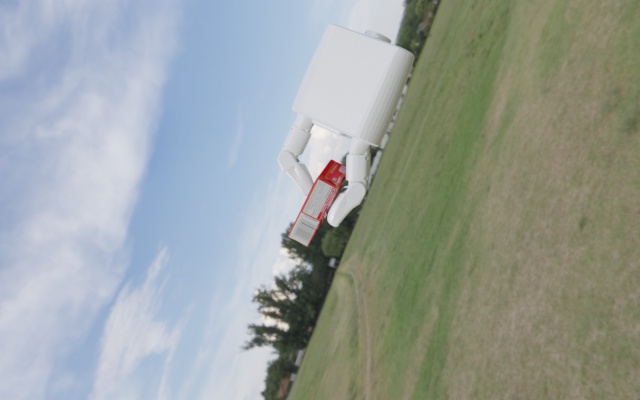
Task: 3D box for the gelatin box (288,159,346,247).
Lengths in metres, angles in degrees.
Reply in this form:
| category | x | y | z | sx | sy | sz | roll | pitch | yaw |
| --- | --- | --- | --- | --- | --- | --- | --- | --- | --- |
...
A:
| category | x | y | z | sx | sy | sz | roll | pitch | yaw |
| --- | --- | --- | --- | --- | --- | --- | --- | --- | --- |
| gelatin box | 0.000 | 0.002 | 0.576 | 0.030 | 0.089 | 0.073 | 28 | 24 | 3 |
